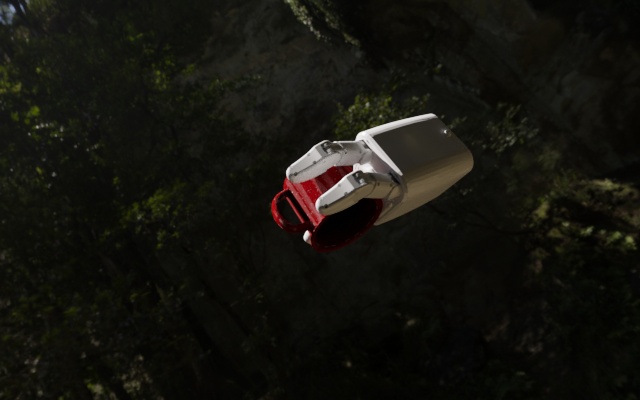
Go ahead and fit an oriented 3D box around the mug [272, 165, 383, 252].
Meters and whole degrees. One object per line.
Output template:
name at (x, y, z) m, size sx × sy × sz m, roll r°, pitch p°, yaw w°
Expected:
mug at (-0.001, 0.002, 0.538) m, size 0.117 × 0.081 × 0.093 m, roll -19°, pitch -34°, yaw -25°
